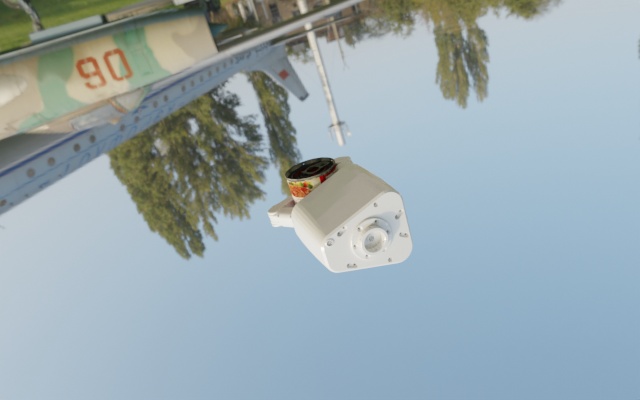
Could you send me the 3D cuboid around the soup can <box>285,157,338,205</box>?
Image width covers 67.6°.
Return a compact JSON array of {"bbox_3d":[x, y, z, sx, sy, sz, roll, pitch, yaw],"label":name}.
[{"bbox_3d":[0.000,0.002,0.638,0.068,0.102,0.068,-15,24,6],"label":"soup can"}]
